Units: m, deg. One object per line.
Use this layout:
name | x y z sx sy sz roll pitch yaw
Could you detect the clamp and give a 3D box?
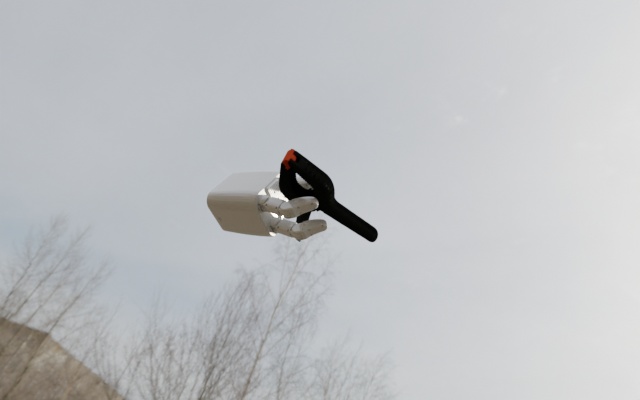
clamp | 0.000 0.002 0.788 0.164 0.036 0.210 2 -43 25
